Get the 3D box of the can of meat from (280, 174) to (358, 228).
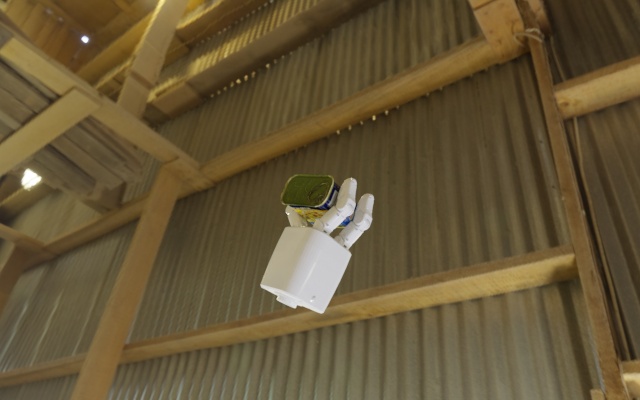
[{"bbox_3d":[0.000,0.003,0.780,0.102,0.057,0.084,4,-27,42],"label":"can of meat"}]
